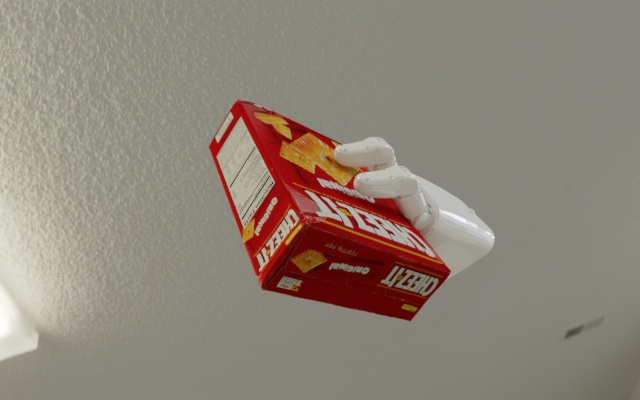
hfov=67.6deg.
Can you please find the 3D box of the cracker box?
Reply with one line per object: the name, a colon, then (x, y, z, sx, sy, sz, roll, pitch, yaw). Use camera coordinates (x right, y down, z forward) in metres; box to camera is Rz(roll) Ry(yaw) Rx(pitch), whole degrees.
cracker box: (0.000, 0.002, 0.451, 0.164, 0.072, 0.213, 20, 24, -35)
